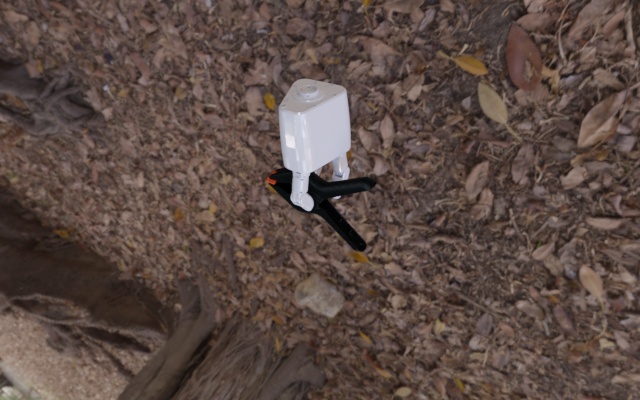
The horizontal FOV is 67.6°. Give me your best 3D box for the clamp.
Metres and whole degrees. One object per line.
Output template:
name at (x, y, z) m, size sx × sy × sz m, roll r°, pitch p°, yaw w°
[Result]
clamp at (-0.001, 0.003, 0.832) m, size 0.210 × 0.165 × 0.036 m, roll 19°, pitch 44°, yaw 26°
